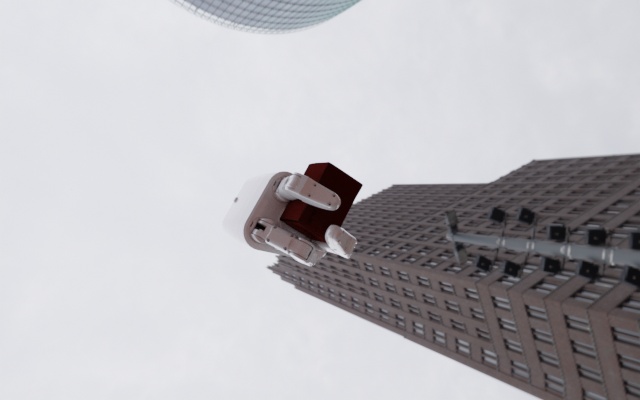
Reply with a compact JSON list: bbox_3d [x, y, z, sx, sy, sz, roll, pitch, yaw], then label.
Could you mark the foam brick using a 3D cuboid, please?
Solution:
[{"bbox_3d":[0.000,0.002,0.543,0.053,0.078,0.051,34,-13,-24],"label":"foam brick"}]
